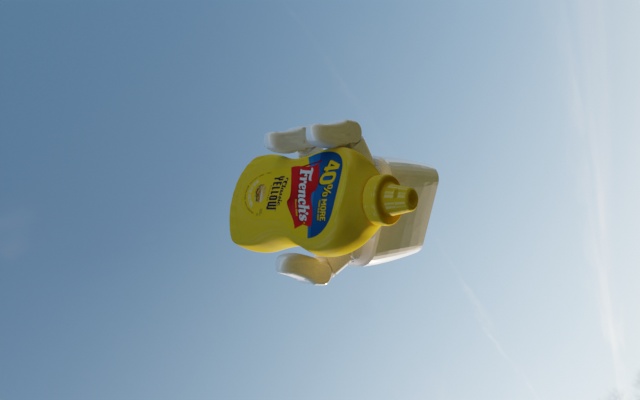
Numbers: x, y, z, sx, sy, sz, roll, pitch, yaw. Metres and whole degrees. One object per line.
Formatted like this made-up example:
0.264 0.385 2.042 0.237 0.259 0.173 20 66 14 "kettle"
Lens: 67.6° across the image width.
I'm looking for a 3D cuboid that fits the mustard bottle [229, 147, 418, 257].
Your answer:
0.000 0.001 0.427 0.191 0.096 0.058 -1 -23 42 "mustard bottle"
